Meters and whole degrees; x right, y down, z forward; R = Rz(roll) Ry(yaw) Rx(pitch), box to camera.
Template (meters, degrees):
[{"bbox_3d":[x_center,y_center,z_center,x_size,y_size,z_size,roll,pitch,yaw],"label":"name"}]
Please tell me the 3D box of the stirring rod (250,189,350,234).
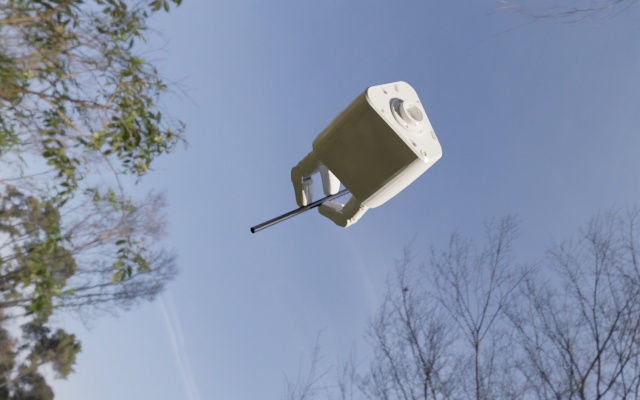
[{"bbox_3d":[0.000,0.002,0.645,0.011,0.011,0.239,0,16,44],"label":"stirring rod"}]
